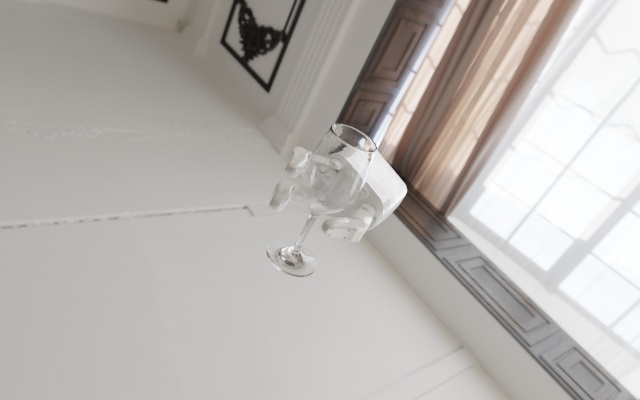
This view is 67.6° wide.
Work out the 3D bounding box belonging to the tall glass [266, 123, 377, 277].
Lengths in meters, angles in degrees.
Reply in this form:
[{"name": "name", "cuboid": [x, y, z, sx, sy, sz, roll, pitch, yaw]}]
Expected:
[{"name": "tall glass", "cuboid": [0.000, 0.003, 0.614, 0.079, 0.201, 0.079, 20, 30, -12]}]
